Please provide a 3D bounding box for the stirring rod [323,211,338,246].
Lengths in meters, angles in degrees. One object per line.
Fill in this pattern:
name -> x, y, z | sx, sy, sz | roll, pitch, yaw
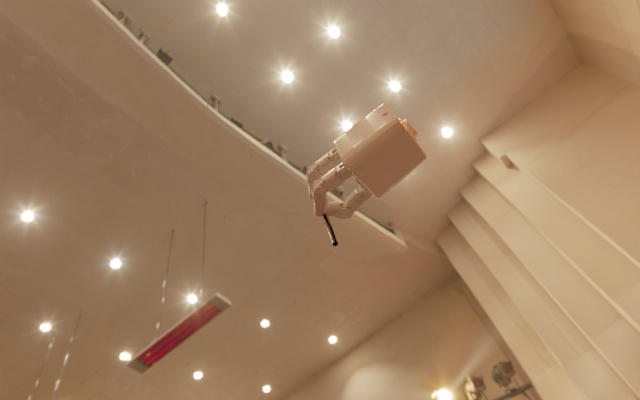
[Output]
stirring rod -> 0.000, 0.003, 0.795 | 0.011, 0.011, 0.239 | 0, 30, -12
